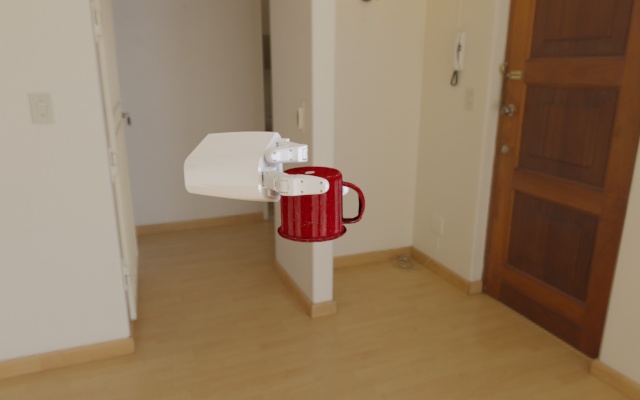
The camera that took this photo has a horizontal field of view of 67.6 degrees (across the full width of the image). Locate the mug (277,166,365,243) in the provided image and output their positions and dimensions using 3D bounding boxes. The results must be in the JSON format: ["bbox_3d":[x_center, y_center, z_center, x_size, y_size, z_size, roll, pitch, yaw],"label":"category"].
[{"bbox_3d":[0.002,0.002,0.626,0.117,0.081,0.093,2,16,10],"label":"mug"}]
